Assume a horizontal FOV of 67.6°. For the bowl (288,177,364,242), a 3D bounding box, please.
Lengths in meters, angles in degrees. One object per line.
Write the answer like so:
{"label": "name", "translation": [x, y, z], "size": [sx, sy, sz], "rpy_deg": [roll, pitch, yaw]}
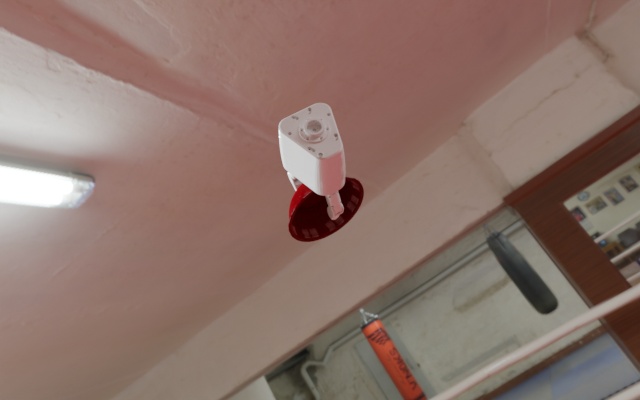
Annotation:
{"label": "bowl", "translation": [0.000, 0.004, 0.899], "size": [0.162, 0.162, 0.055], "rpy_deg": [0, 41, -41]}
